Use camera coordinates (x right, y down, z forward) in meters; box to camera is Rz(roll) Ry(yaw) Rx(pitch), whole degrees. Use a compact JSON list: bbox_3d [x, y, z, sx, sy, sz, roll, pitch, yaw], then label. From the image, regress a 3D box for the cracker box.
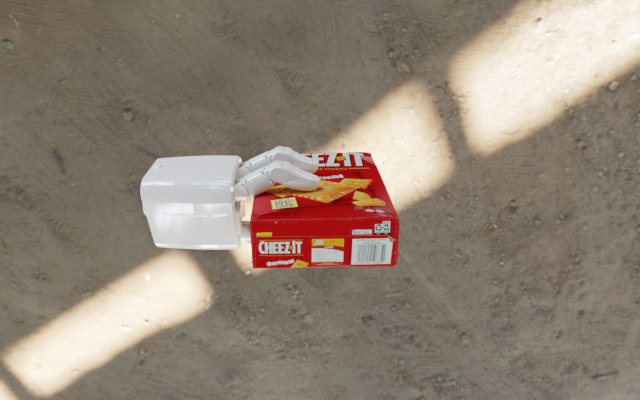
[{"bbox_3d":[0.000,0.002,0.611,0.164,0.072,0.213,-1,25,-3],"label":"cracker box"}]
